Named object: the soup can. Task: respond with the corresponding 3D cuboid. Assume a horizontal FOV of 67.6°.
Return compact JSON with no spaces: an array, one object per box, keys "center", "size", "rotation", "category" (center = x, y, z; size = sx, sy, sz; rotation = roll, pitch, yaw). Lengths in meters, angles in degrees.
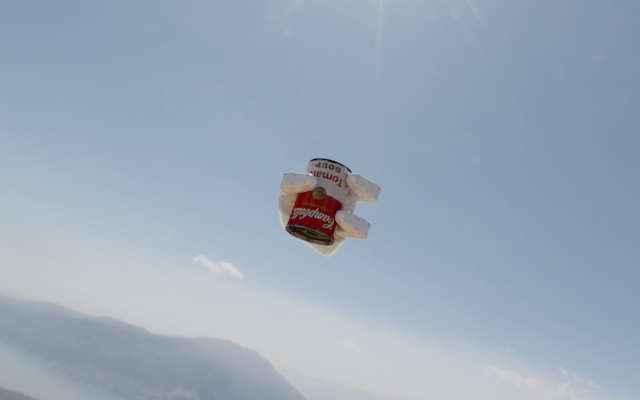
[{"center":[0.000,0.002,0.651],"size":[0.068,0.102,0.068],"rotation":[16,-19,6],"category":"soup can"}]
